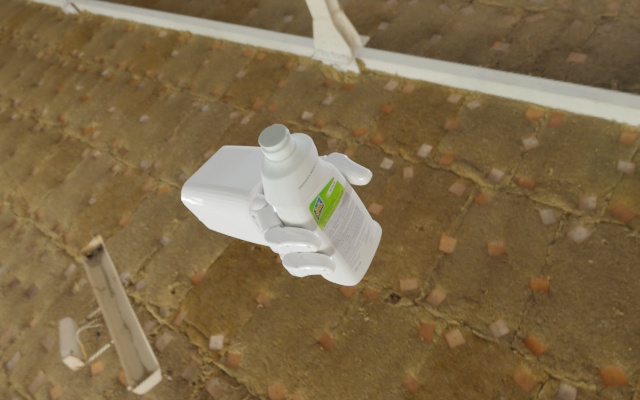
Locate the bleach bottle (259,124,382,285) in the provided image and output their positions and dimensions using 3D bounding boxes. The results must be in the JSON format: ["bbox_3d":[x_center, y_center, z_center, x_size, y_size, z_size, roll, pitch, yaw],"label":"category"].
[{"bbox_3d":[0.000,0.002,0.541,0.068,0.102,0.251,11,-28,29],"label":"bleach bottle"}]
